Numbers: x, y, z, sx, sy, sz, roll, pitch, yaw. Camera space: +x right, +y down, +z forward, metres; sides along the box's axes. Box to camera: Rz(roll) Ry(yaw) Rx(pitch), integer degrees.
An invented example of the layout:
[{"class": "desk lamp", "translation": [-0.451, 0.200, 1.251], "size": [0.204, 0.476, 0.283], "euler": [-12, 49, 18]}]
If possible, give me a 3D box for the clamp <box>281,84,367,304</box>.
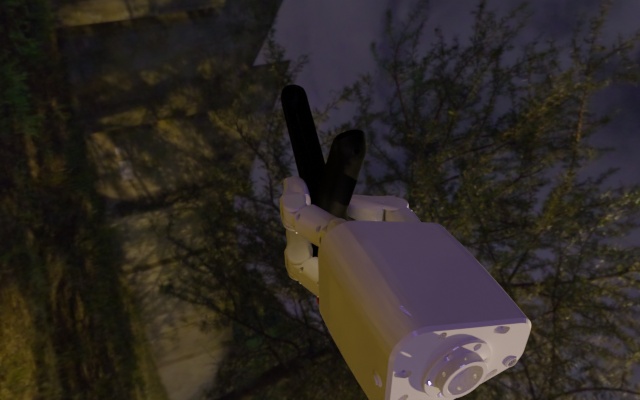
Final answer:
[{"class": "clamp", "translation": [0.001, 0.002, 0.443], "size": [0.036, 0.210, 0.164], "euler": [-12, 35, -14]}]
